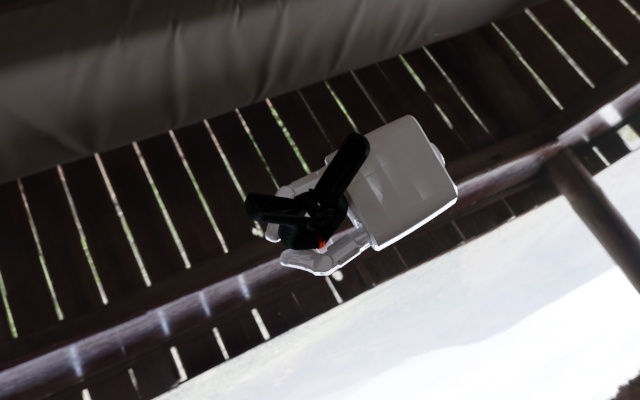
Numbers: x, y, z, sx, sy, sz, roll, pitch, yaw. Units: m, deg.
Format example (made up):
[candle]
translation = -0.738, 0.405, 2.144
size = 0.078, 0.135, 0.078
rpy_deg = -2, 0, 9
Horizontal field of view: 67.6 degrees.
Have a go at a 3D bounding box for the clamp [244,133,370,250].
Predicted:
[clamp]
translation = 0.000, 0.002, 0.462
size = 0.120, 0.039, 0.171
rpy_deg = -29, -19, -2
